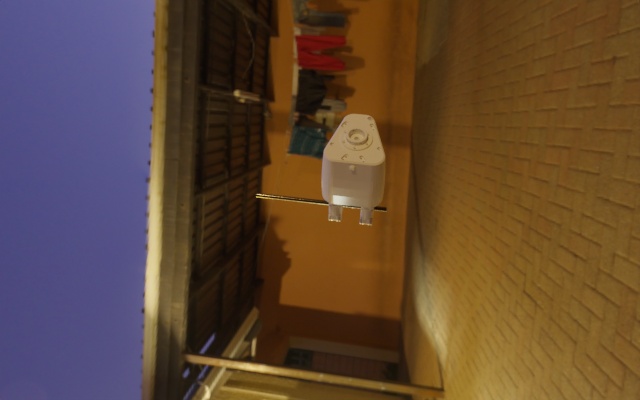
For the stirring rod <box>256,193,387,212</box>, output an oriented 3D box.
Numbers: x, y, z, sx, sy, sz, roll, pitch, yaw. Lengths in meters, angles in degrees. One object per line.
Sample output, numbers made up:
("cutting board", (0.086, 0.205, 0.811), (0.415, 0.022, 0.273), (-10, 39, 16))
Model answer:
("stirring rod", (0.000, 0.003, 0.874), (0.239, 0.011, 0.011), (6, 1, 6))
